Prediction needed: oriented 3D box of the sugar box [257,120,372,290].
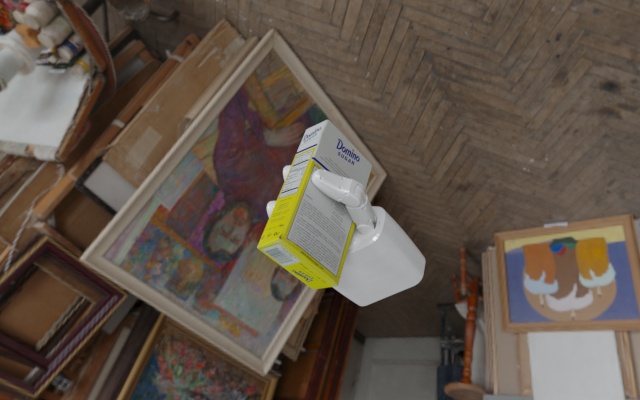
[{"bbox_3d":[0.000,0.002,0.551,0.048,0.176,0.093,-19,-50,40],"label":"sugar box"}]
